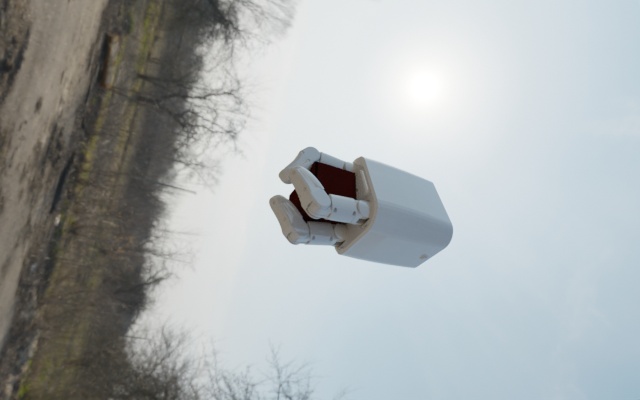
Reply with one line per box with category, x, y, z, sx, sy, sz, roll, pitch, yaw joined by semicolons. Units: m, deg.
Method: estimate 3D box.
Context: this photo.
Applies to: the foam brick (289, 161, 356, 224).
foam brick;0.000;0.002;0.553;0.051;0.053;0.078;15;-36;-21
